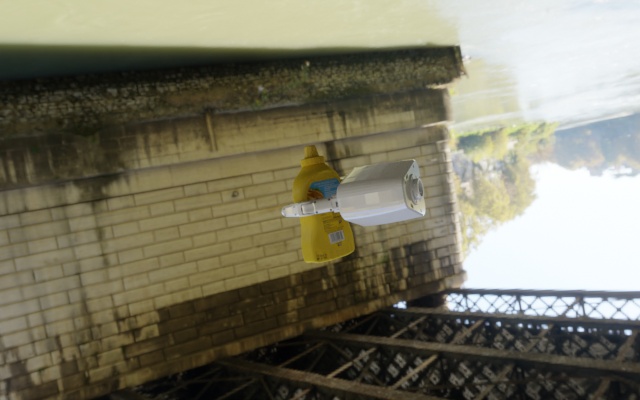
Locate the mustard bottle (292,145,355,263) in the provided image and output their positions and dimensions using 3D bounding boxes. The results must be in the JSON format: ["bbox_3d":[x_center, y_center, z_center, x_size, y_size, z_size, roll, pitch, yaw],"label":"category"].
[{"bbox_3d":[0.000,0.003,0.802,0.096,0.191,0.058,-13,3,-39],"label":"mustard bottle"}]
